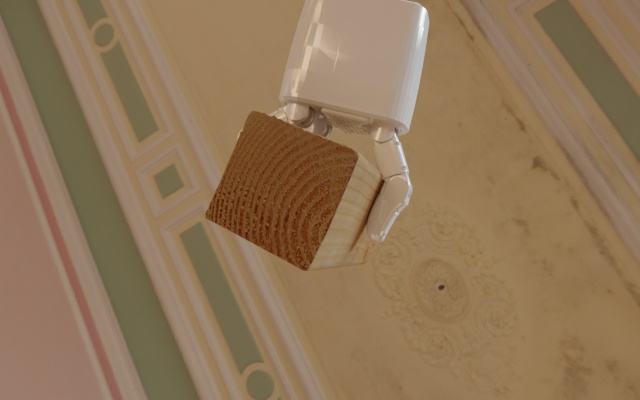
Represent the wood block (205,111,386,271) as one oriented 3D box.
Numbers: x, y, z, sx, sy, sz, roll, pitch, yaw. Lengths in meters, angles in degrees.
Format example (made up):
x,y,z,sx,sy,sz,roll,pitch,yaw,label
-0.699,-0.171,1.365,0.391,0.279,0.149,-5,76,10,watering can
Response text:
x,y,z,sx,sy,sz,roll,pitch,yaw,label
0.001,0.001,0.428,0.091,0.090,0.206,25,2,18,wood block
